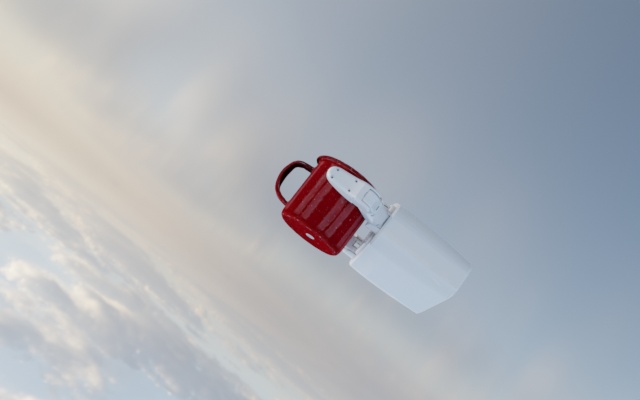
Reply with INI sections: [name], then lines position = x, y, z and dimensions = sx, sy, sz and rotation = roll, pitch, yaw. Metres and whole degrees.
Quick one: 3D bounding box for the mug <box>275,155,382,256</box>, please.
[mug]
position = -0.001, 0.001, 0.547
dimensions = 0.117, 0.081, 0.093
rotation = 37, -14, 5
